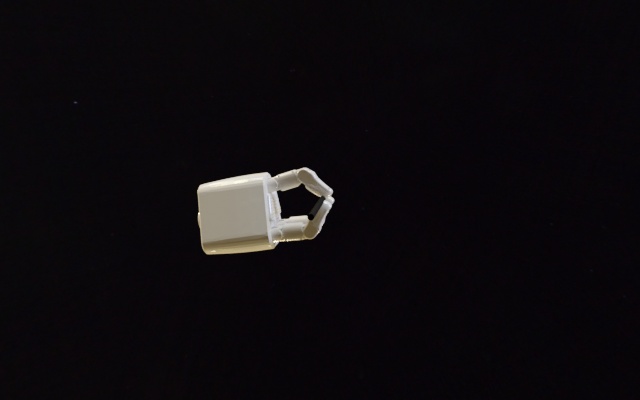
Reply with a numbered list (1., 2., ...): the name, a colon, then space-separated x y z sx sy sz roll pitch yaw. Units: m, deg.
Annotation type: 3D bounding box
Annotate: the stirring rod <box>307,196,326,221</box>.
1. stirring rod: 0.000 0.002 0.674 0.011 0.011 0.239 0 8 6
